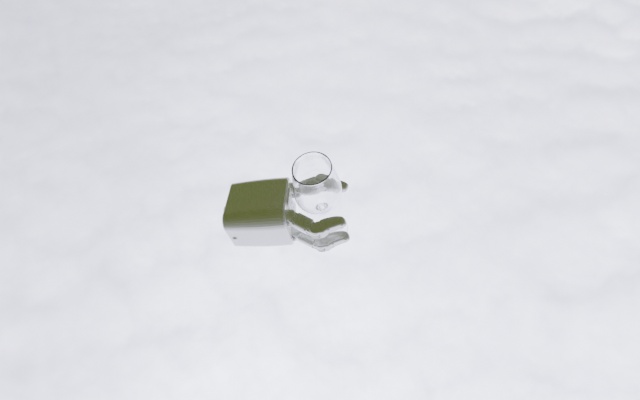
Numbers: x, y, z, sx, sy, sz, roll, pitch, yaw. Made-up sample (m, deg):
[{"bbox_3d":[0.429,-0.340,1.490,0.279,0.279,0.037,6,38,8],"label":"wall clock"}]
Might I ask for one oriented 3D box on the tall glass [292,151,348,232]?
[{"bbox_3d":[0.000,0.003,0.793,0.079,0.079,0.201,0,-31,9],"label":"tall glass"}]
